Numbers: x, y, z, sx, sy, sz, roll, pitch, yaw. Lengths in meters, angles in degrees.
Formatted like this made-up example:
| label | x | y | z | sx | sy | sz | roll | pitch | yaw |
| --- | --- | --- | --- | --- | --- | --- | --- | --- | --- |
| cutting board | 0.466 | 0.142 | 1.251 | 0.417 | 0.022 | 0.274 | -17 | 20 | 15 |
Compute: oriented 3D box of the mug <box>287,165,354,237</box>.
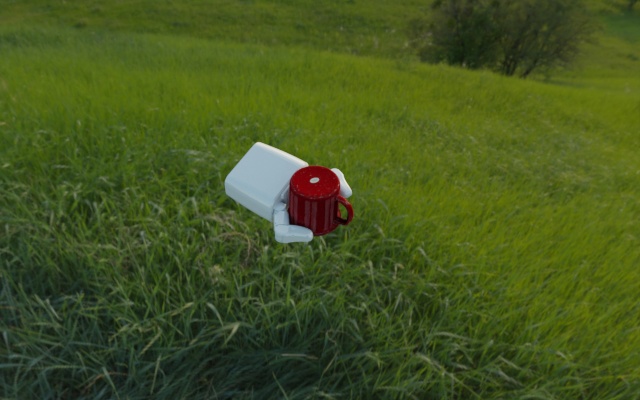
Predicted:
| label | x | y | z | sx | sy | sz | roll | pitch | yaw |
| --- | --- | --- | --- | --- | --- | --- | --- | --- | --- |
| mug | 0.001 | 0.003 | 0.772 | 0.117 | 0.082 | 0.093 | 26 | 50 | 21 |
